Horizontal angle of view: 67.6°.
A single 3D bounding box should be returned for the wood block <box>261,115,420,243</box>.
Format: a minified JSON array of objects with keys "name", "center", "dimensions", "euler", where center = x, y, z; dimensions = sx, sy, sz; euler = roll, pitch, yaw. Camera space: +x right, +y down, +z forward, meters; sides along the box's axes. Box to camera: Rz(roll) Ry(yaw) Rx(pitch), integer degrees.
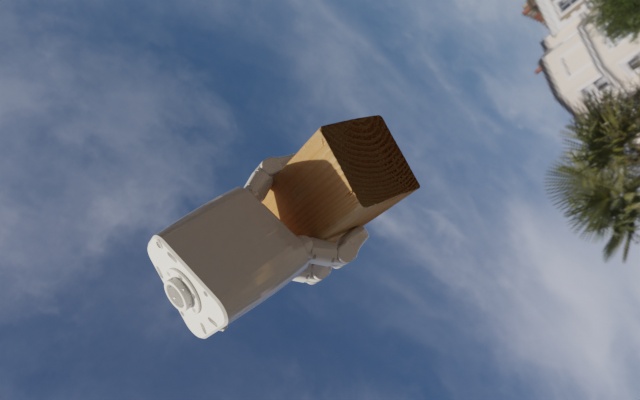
[{"name":"wood block","center":[0.000,0.002,0.542],"dimensions":[0.090,0.091,0.206],"euler":[-18,-14,-39]}]
